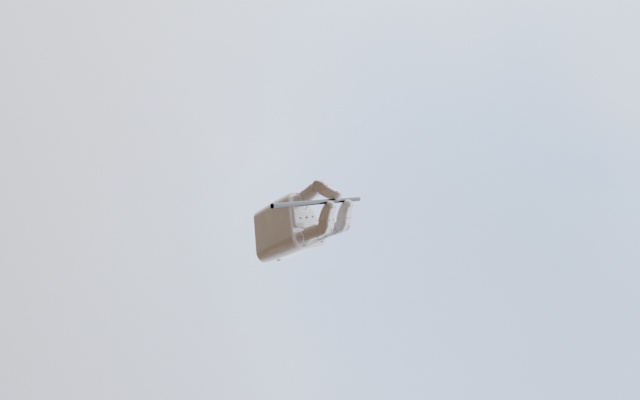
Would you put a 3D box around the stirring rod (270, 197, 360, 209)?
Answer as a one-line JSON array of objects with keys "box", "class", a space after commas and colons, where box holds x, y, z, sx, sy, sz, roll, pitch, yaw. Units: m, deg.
[{"box": [0.000, 0.003, 0.805, 0.011, 0.011, 0.239, 0, 3, 37], "class": "stirring rod"}]
